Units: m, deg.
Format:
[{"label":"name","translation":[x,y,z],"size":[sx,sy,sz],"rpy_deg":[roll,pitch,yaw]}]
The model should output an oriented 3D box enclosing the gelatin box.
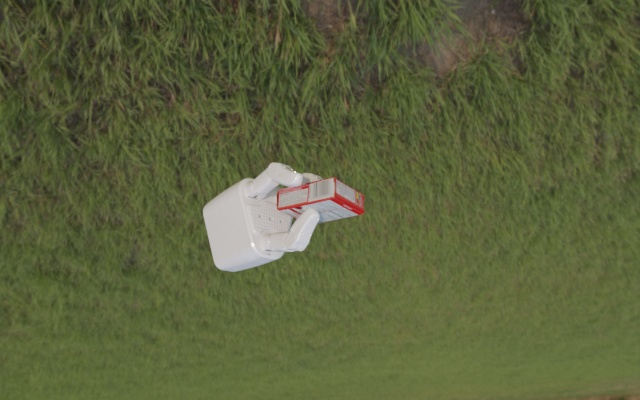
[{"label":"gelatin box","translation":[0.000,0.002,0.607],"size":[0.089,0.030,0.073],"rpy_deg":[-12,-24,32]}]
